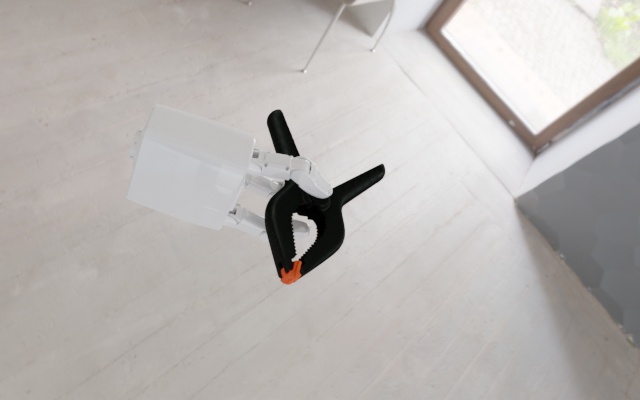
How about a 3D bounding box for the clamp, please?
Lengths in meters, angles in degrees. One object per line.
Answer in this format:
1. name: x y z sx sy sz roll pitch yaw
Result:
1. clamp: 0.000 0.002 0.549 0.164 0.209 0.036 19 -35 -17
